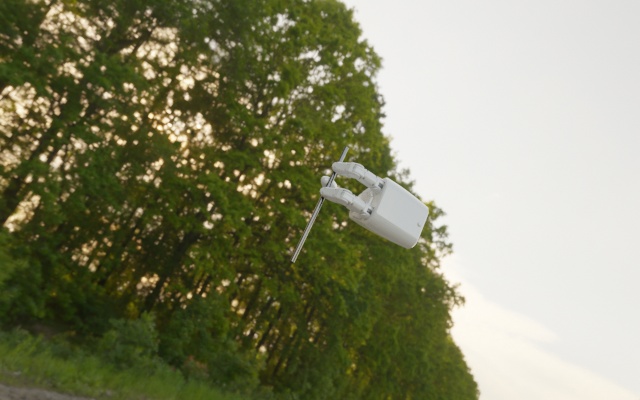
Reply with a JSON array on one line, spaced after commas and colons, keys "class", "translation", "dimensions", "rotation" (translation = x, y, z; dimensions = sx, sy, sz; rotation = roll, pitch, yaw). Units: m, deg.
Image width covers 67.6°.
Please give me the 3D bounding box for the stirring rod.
[{"class": "stirring rod", "translation": [0.000, 0.003, 0.861], "dimensions": [0.011, 0.239, 0.011], "rotation": [23, -19, 8]}]
